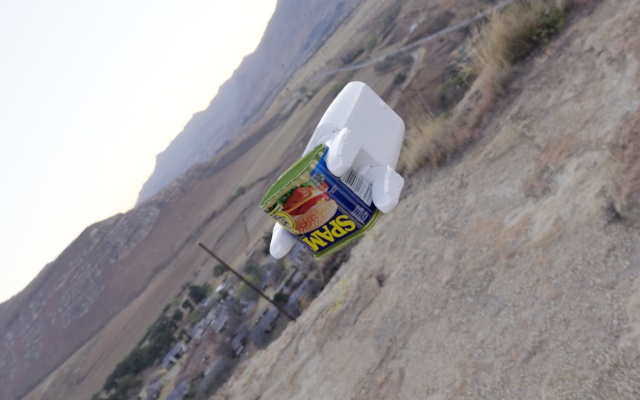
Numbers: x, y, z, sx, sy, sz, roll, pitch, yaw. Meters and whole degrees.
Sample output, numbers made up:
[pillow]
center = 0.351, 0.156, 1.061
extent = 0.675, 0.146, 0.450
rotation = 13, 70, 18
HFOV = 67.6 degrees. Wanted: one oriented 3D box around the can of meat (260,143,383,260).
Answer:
[can of meat]
center = 0.000, 0.001, 0.472
extent = 0.084, 0.057, 0.102
rotation = 41, -44, -14
